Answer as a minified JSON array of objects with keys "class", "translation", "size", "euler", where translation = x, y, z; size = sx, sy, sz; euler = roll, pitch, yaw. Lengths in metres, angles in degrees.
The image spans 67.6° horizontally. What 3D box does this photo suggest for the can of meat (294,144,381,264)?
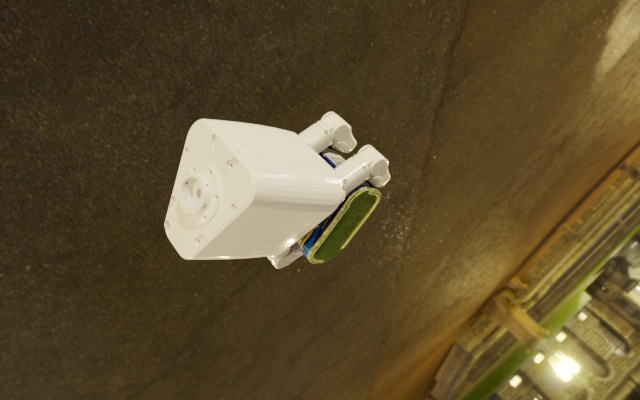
[{"class":"can of meat","translation":[0.000,0.002,0.489],"size":[0.084,0.102,0.057],"euler":[46,22,29]}]
